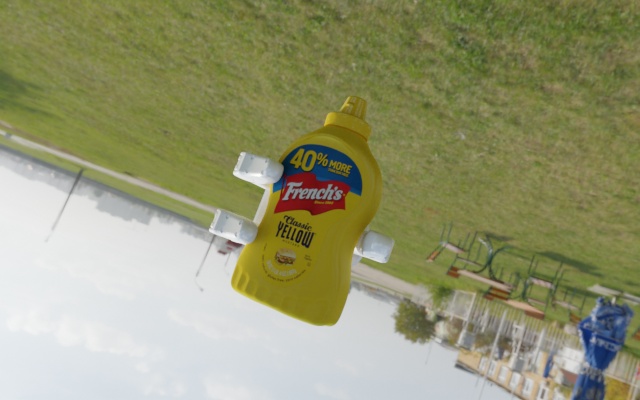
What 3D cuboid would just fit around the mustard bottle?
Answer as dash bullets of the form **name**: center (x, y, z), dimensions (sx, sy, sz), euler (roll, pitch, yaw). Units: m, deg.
- **mustard bottle**: center (0.000, 0.002, 0.407), dimensions (0.096, 0.191, 0.058), euler (17, -8, 26)
